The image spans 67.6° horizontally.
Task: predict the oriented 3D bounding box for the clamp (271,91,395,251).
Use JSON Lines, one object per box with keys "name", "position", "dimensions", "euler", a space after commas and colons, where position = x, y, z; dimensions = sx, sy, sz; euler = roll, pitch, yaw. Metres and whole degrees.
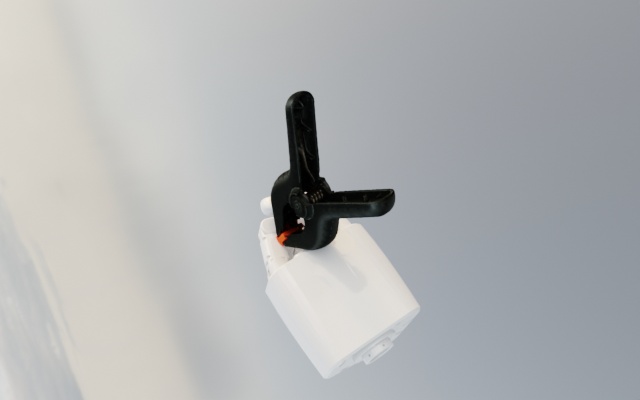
{"name": "clamp", "position": [-0.001, 0.002, 0.421], "dimensions": [0.039, 0.120, 0.172], "euler": [-25, -27, -28]}
